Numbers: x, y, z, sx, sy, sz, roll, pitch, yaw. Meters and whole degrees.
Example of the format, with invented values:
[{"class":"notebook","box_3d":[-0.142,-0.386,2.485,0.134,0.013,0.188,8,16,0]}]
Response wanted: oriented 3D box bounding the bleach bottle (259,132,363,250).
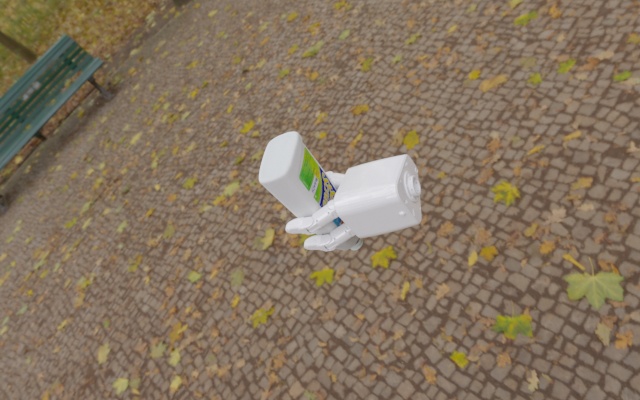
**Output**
[{"class":"bleach bottle","box_3d":[0.000,0.003,0.811,0.068,0.102,0.251,-15,-43,31]}]
